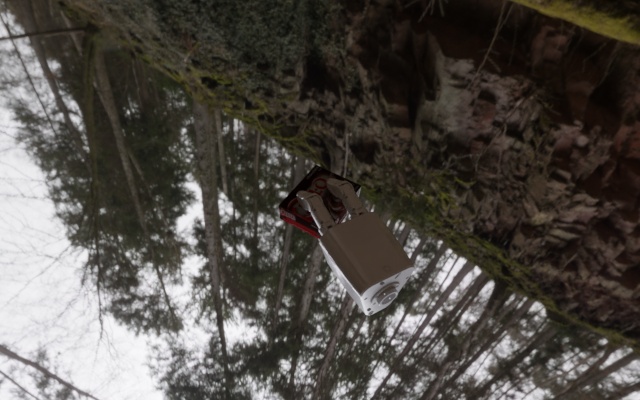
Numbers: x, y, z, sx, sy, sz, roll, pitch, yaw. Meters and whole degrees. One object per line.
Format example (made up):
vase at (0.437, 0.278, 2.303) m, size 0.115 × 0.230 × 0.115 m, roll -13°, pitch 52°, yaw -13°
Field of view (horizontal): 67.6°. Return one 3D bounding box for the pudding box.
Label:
pudding box at (0.000, 0.003, 0.771) m, size 0.090 × 0.039 × 0.113 m, roll 26°, pitch 51°, yaw 19°
